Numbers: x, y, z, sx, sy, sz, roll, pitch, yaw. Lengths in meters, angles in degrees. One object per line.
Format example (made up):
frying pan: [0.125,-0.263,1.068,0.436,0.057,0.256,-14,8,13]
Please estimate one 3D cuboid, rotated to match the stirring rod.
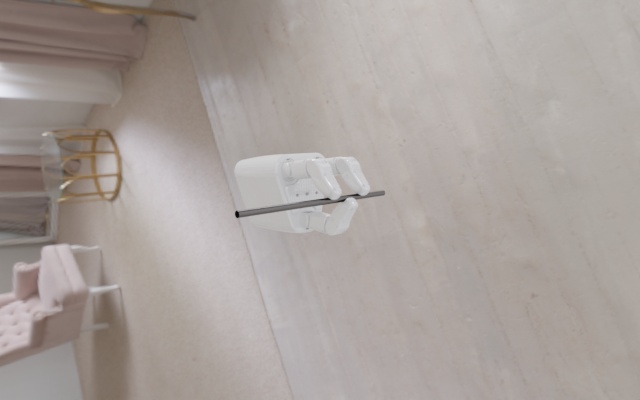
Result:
stirring rod: [0.000,0.002,0.574,0.239,0.011,0.011,-8,6,-44]
